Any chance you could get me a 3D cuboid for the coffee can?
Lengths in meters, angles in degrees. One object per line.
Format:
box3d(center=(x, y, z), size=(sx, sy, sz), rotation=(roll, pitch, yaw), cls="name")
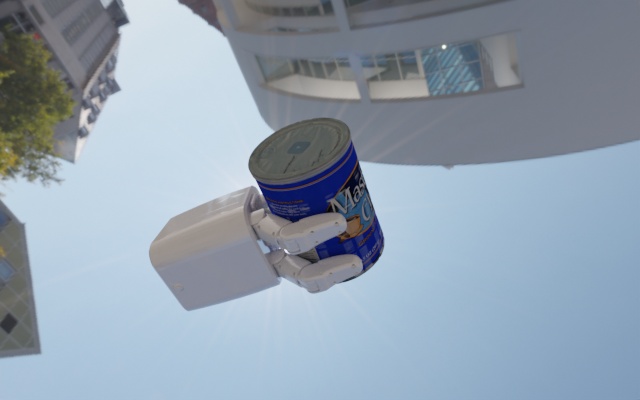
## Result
box3d(center=(0.000, 0.001, 0.491), size=(0.103, 0.140, 0.102), rotation=(-15, 35, 11), cls="coffee can")
